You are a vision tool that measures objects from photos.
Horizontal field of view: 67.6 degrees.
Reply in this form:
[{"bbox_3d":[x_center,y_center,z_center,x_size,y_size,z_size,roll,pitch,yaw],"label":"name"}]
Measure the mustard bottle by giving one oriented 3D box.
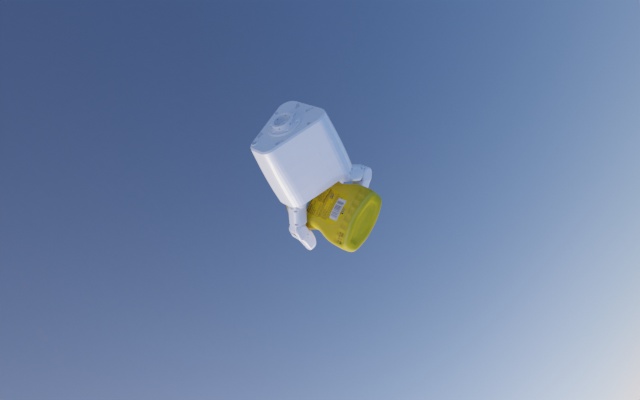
[{"bbox_3d":[0.000,0.003,0.752,0.191,0.096,0.058,25,-2,43],"label":"mustard bottle"}]
